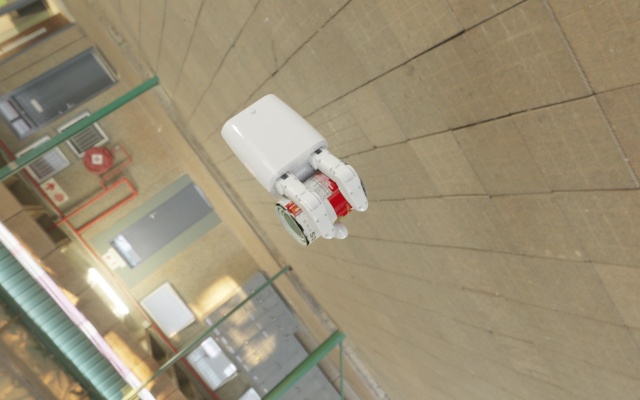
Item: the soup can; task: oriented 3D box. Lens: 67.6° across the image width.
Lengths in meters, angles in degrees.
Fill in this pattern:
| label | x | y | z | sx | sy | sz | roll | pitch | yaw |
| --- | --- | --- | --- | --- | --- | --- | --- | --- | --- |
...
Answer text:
| label | x | y | z | sx | sy | sz | roll | pitch | yaw |
| --- | --- | --- | --- | --- | --- | --- | --- | --- | --- |
| soup can | 0.000 | 0.003 | 0.612 | 0.102 | 0.068 | 0.068 | -38 | 13 | -17 |
